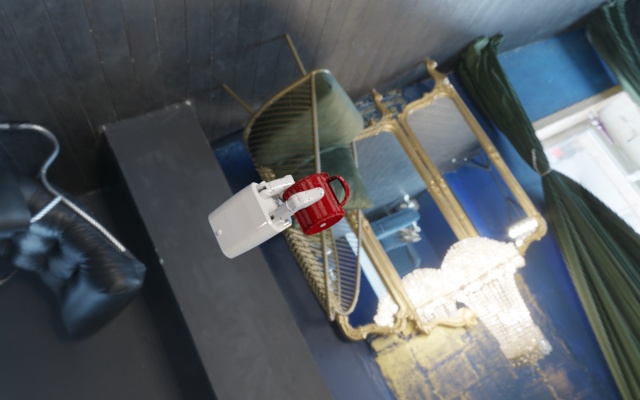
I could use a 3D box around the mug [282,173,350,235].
[{"bbox_3d":[0.001,0.002,0.844,0.117,0.081,0.093,-32,-16,17],"label":"mug"}]
